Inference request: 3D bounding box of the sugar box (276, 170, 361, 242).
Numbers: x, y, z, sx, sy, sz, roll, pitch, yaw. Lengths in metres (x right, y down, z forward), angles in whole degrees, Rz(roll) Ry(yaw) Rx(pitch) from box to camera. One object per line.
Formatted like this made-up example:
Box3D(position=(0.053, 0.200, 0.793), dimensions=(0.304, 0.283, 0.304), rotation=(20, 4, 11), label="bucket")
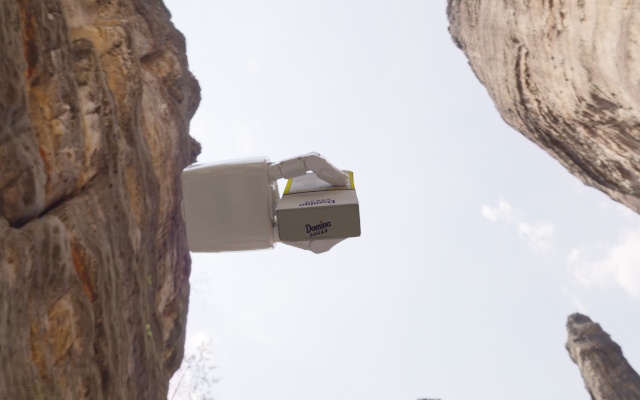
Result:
Box3D(position=(0.000, 0.002, 0.602), dimensions=(0.093, 0.048, 0.176), rotation=(-4, 18, 3), label="sugar box")
